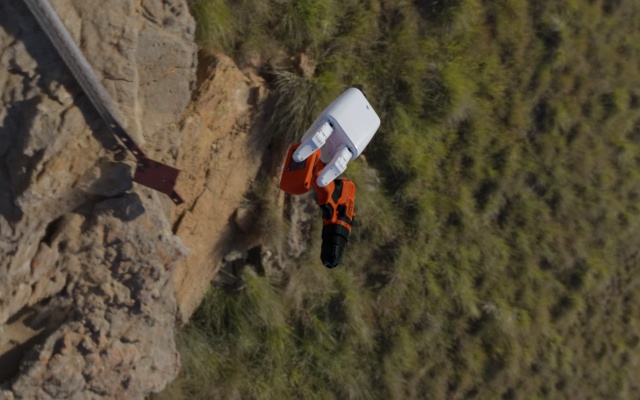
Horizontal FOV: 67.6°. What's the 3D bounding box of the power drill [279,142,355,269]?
[{"bbox_3d":[0.000,0.002,0.836,0.057,0.184,0.188,-9,-39,25],"label":"power drill"}]
